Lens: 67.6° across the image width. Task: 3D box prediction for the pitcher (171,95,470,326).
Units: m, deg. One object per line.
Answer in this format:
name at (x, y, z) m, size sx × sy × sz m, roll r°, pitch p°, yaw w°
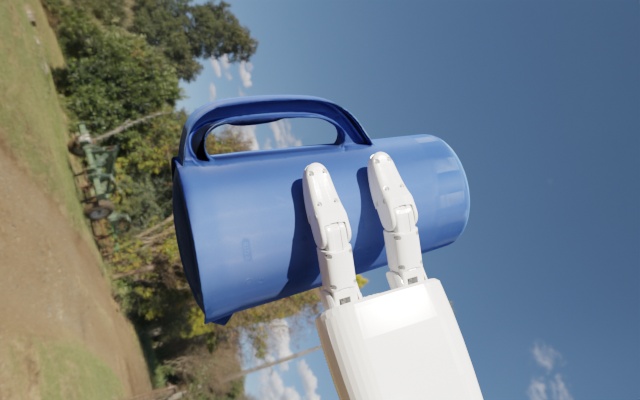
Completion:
pitcher at (0.000, 0.002, 0.409) m, size 0.243 × 0.145 × 0.149 m, roll -11°, pitch -22°, yaw -20°
